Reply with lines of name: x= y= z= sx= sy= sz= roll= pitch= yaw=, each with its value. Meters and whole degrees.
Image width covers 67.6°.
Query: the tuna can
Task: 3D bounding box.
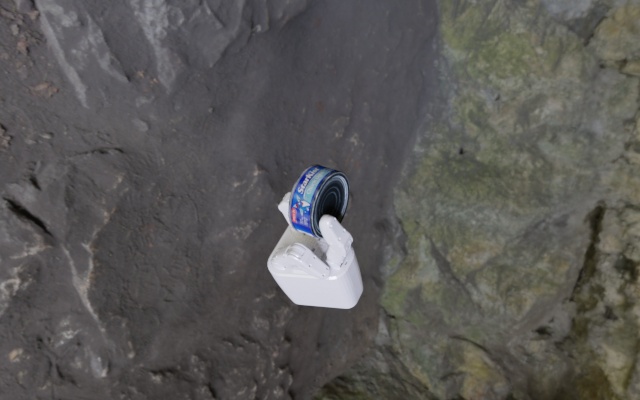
tuna can: x=0.001 y=0.002 z=0.574 sx=0.033 sy=0.086 sz=0.086 roll=18 pitch=9 yaw=30
